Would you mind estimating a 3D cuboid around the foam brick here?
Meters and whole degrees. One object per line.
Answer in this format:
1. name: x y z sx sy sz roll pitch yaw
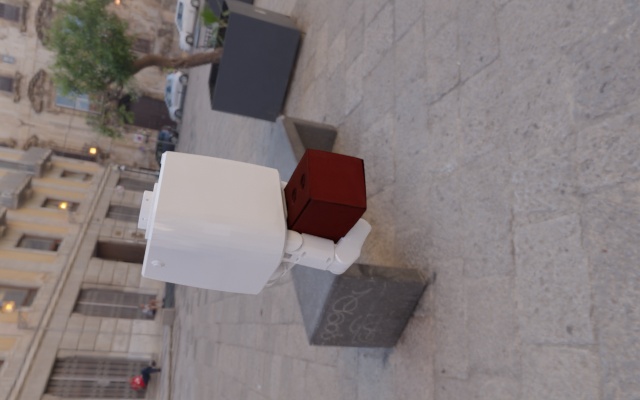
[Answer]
1. foam brick: 0.000 0.001 0.414 0.051 0.053 0.078 11 -36 -18
